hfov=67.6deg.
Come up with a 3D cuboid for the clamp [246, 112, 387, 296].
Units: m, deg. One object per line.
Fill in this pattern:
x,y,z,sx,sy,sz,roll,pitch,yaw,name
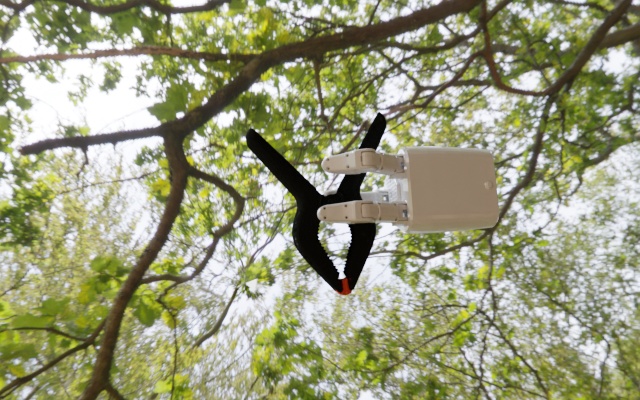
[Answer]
0.000,0.002,0.542,0.164,0.210,0.036,-2,-9,-5,clamp
